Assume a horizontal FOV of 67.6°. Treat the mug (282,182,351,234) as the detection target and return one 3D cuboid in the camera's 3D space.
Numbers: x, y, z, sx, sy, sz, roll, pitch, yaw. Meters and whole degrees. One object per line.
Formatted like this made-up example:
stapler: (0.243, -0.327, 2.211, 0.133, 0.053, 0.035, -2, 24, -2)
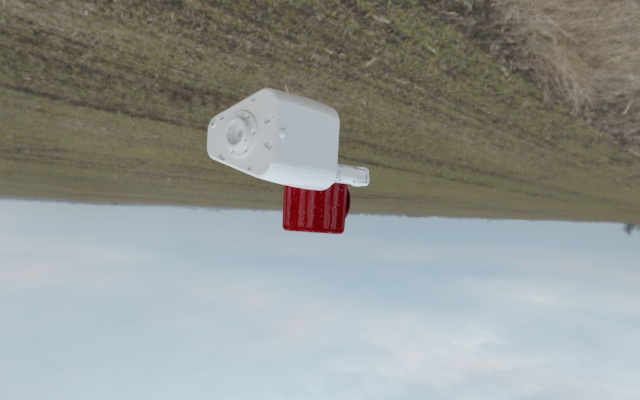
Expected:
mug: (0.001, 0.002, 0.634, 0.093, 0.081, 0.117, 1, -4, 38)
